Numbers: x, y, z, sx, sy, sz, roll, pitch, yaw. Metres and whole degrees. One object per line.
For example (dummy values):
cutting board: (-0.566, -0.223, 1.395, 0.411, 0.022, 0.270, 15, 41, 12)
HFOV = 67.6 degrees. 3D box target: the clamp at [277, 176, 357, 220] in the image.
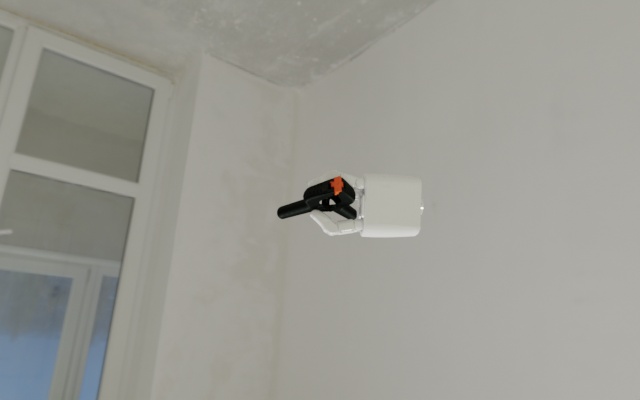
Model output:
clamp: (0.000, 0.004, 0.890, 0.164, 0.036, 0.210, -1, -17, -5)
